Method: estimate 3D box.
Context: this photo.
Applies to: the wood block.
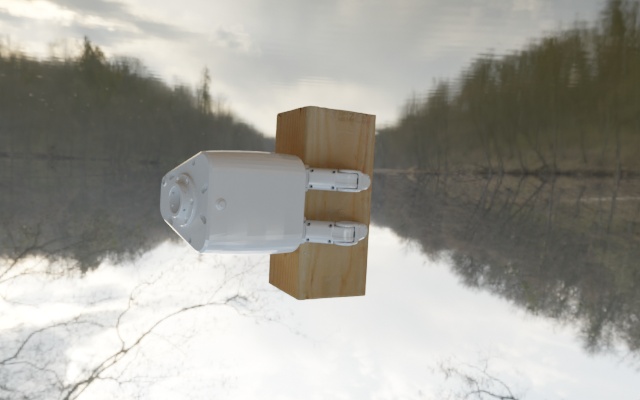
[{"bbox_3d":[0.000,0.002,0.560,0.090,0.206,0.091,2,3,-28],"label":"wood block"}]
